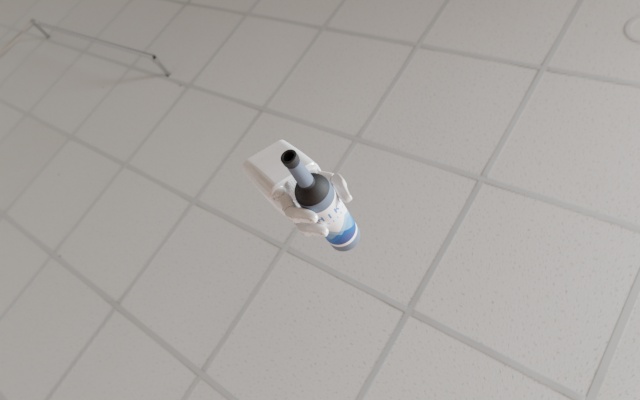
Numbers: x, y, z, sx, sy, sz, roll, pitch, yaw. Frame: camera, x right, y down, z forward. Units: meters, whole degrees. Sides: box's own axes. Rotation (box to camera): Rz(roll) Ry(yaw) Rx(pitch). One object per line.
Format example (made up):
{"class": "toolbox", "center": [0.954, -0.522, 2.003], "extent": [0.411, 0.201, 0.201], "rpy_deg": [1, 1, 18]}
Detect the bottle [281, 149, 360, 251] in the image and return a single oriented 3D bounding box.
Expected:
{"class": "bottle", "center": [0.000, 0.003, 0.861], "extent": [0.069, 0.069, 0.296], "rpy_deg": [0, -29, 23]}
